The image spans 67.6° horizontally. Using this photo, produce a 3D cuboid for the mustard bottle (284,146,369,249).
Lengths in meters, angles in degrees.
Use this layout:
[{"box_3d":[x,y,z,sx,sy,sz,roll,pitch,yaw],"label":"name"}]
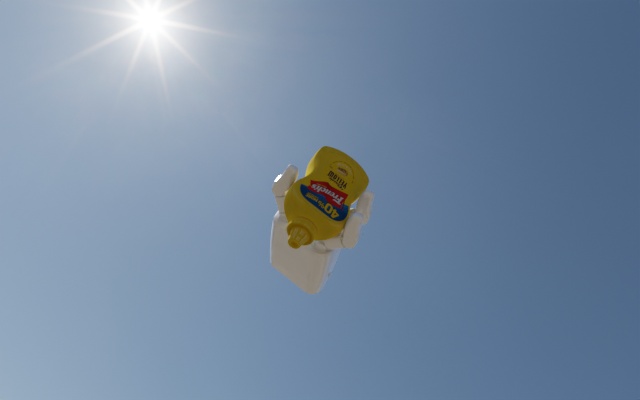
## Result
[{"box_3d":[0.000,0.002,0.695,0.058,0.096,0.191,-46,7,44],"label":"mustard bottle"}]
